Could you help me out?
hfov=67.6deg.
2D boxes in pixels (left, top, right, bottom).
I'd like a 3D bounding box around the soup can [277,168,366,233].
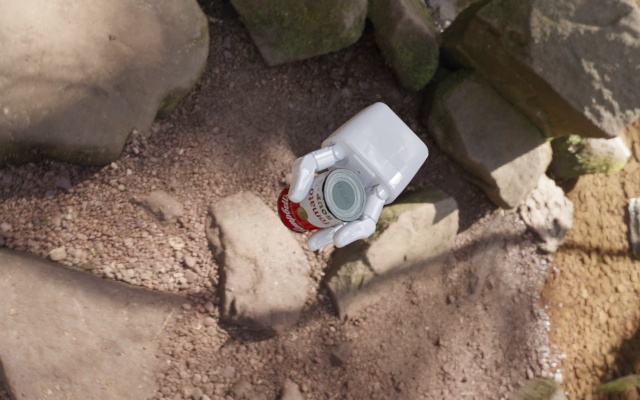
[{"bbox_3d":[0.000,0.002,0.605,0.068,0.068,0.102,0,-10,-38],"label":"soup can"}]
